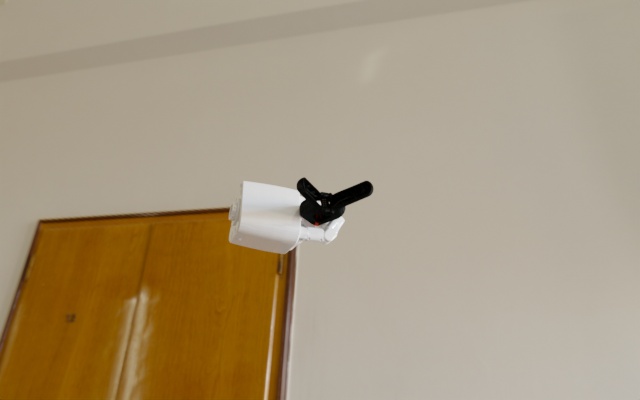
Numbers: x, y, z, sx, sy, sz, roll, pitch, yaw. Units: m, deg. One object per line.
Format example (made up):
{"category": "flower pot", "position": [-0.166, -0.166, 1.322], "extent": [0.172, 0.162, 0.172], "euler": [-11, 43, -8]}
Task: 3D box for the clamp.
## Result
{"category": "clamp", "position": [0.000, 0.002, 0.793], "extent": [0.120, 0.039, 0.171], "euler": [12, -27, -18]}
